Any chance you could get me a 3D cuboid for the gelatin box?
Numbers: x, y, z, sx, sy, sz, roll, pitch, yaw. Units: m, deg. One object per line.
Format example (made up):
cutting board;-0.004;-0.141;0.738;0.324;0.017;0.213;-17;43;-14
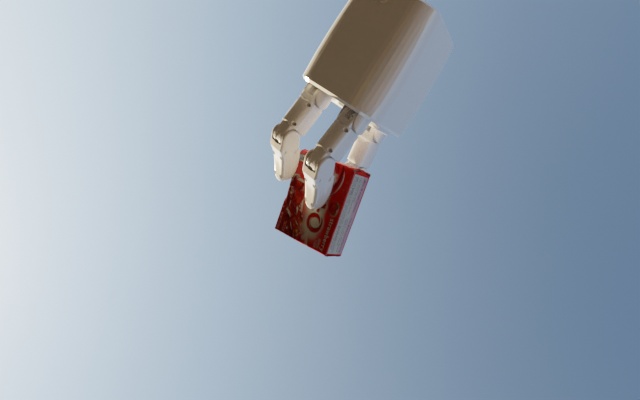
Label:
gelatin box;0.000;0.002;0.476;0.073;0.089;0.030;24;8;37
